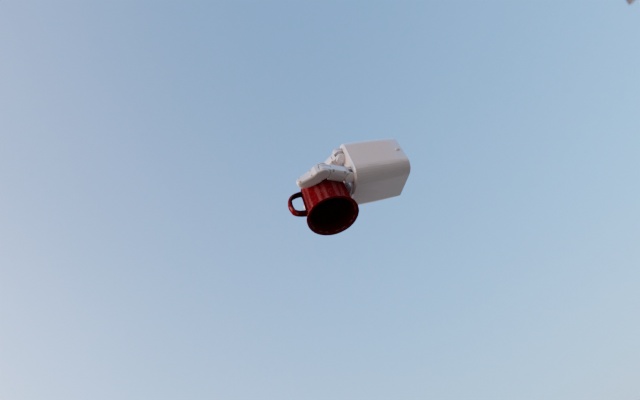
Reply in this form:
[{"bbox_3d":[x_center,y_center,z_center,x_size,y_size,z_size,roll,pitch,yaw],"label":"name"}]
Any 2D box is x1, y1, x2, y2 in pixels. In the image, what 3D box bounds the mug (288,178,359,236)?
[{"bbox_3d":[-0.001,0.003,0.839,0.117,0.093,0.081,-9,43,-12],"label":"mug"}]
